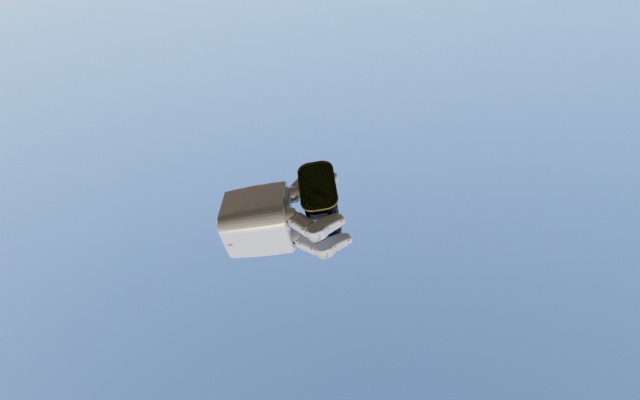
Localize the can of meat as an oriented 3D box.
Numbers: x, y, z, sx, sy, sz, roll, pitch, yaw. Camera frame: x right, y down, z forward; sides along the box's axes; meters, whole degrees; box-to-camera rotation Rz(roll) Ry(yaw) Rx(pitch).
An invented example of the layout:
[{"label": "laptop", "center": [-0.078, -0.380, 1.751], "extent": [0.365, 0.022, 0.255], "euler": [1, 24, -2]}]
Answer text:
[{"label": "can of meat", "center": [0.000, 0.003, 0.759], "extent": [0.057, 0.102, 0.084], "euler": [-9, -42, 1]}]
